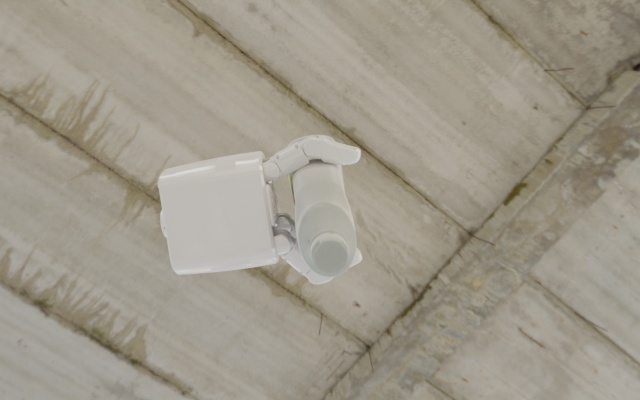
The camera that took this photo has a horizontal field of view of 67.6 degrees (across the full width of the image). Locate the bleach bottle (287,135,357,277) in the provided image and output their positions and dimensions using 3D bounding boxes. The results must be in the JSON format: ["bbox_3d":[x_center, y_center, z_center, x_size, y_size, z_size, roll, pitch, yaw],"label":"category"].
[{"bbox_3d":[0.000,0.002,0.494,0.068,0.102,0.250,-10,17,0],"label":"bleach bottle"}]
